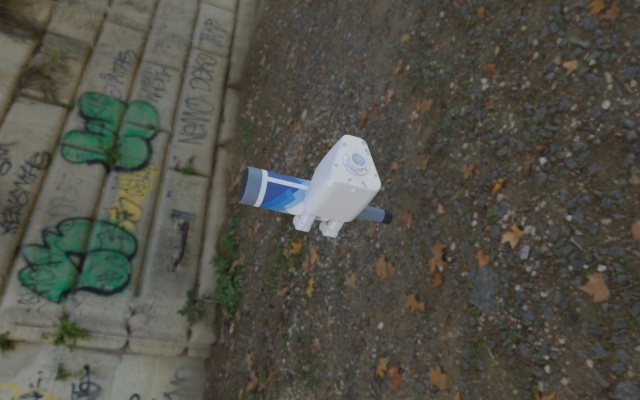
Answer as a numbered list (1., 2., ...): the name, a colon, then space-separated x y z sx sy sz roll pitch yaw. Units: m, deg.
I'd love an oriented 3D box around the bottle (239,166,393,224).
1. bottle: 0.000 0.003 0.887 0.296 0.069 0.069 13 -4 -20
